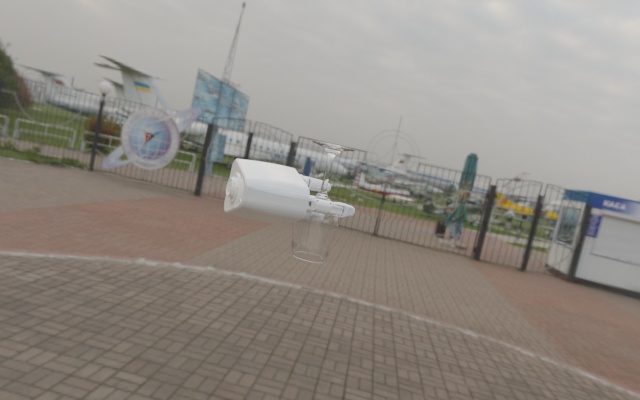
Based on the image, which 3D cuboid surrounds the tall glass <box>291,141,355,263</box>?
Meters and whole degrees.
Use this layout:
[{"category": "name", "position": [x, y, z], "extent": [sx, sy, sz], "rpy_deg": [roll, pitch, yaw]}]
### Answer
[{"category": "tall glass", "position": [0.000, 0.002, 0.823], "extent": [0.079, 0.201, 0.079], "rpy_deg": [12, 5, -1]}]
